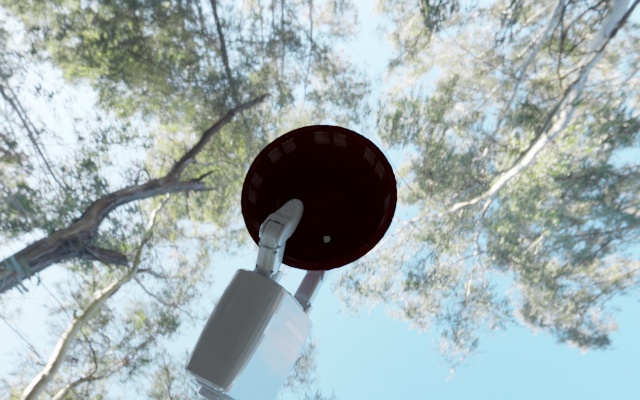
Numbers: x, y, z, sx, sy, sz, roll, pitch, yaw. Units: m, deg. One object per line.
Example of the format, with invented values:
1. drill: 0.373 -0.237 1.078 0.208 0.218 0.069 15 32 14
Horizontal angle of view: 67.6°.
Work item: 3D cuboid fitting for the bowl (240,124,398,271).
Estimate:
1. bowl: 0.001 0.001 0.512 0.162 0.162 0.055 0 -21 7
